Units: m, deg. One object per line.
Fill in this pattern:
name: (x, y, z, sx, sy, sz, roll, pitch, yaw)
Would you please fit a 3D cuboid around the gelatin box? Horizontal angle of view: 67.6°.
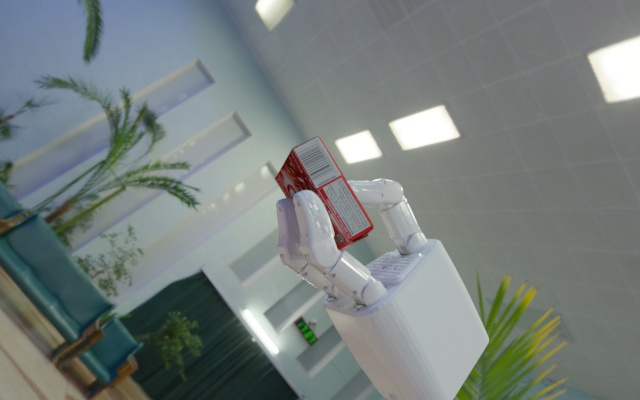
gelatin box: (0.000, 0.001, 0.402, 0.030, 0.089, 0.073, -28, -6, -21)
